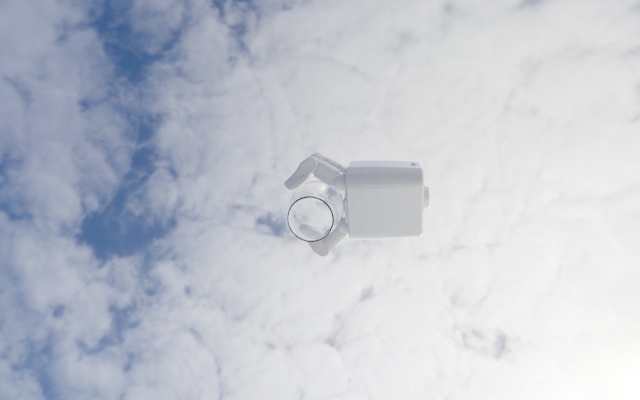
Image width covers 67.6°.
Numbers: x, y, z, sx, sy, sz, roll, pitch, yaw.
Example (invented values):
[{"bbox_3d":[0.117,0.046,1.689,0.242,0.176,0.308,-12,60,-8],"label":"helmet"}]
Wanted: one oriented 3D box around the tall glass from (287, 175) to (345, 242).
[{"bbox_3d":[0.000,0.002,0.714,0.079,0.079,0.201,0,13,8],"label":"tall glass"}]
